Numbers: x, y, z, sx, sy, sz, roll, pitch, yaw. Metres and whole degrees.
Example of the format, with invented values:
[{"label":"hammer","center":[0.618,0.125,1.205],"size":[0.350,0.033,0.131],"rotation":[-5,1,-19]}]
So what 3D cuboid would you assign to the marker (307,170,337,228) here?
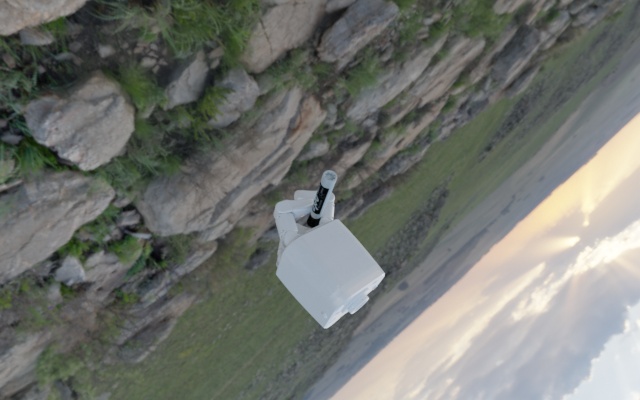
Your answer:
[{"label":"marker","center":[0.000,0.002,0.652],"size":[0.020,0.020,0.121],"rotation":[0,-34,-14]}]
